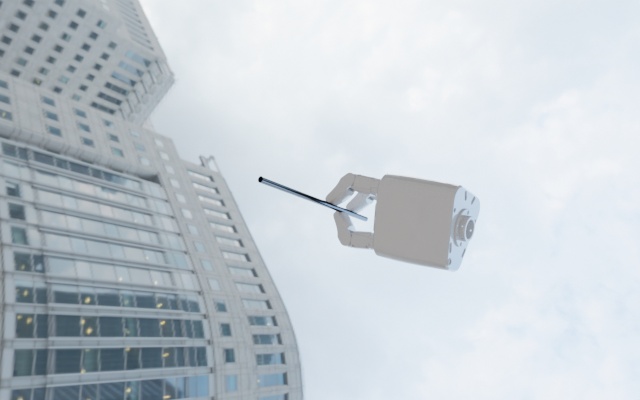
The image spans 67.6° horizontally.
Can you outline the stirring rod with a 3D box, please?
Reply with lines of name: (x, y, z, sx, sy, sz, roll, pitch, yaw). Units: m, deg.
stirring rod: (0.000, 0.002, 0.657, 0.011, 0.011, 0.239, 0, -13, 37)
